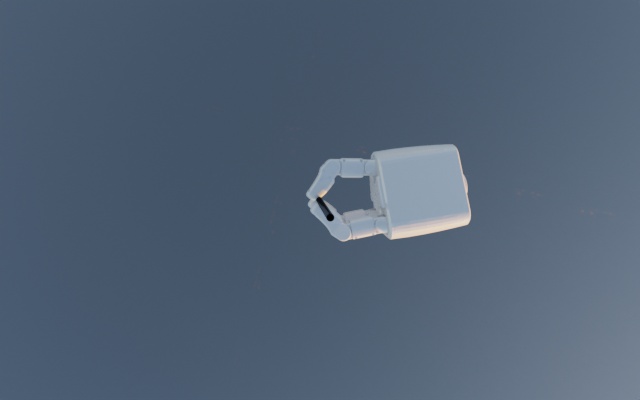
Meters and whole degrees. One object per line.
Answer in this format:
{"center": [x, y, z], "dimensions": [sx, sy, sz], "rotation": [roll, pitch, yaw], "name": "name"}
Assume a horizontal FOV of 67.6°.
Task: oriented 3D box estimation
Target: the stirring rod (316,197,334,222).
{"center": [0.000, 0.002, 0.590], "dimensions": [0.011, 0.011, 0.239], "rotation": [0, 7, -5], "name": "stirring rod"}
